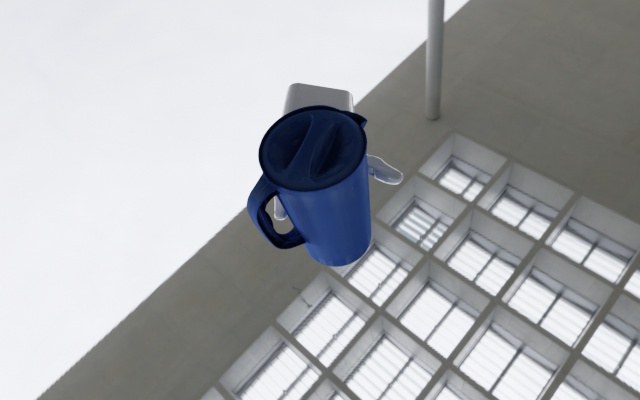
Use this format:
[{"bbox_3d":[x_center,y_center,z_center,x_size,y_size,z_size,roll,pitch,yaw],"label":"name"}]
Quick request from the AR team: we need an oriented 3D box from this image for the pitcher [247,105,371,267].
[{"bbox_3d":[0.000,0.002,0.663,0.149,0.145,0.243,-3,-34,10],"label":"pitcher"}]
